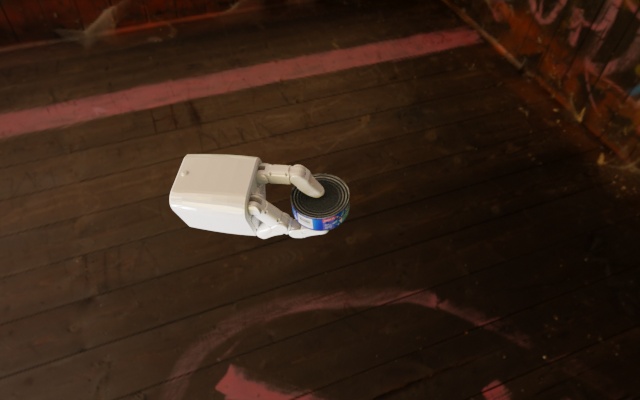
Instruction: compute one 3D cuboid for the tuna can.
[{"bbox_3d":[0.000,0.003,0.697,0.086,0.086,0.034,0,-40,4],"label":"tuna can"}]
